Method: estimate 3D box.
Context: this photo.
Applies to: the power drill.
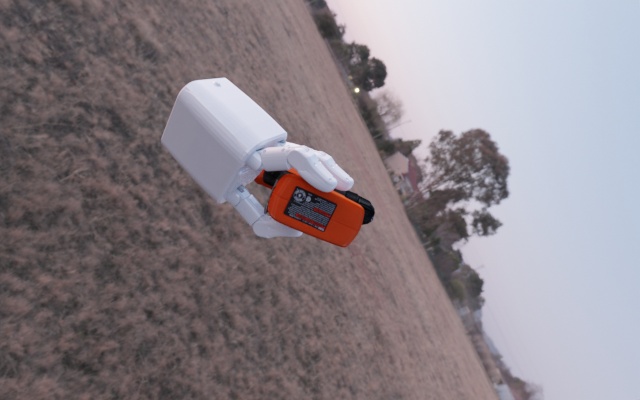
[{"bbox_3d":[0.000,0.002,0.609,0.184,0.057,0.187,22,7,-10],"label":"power drill"}]
